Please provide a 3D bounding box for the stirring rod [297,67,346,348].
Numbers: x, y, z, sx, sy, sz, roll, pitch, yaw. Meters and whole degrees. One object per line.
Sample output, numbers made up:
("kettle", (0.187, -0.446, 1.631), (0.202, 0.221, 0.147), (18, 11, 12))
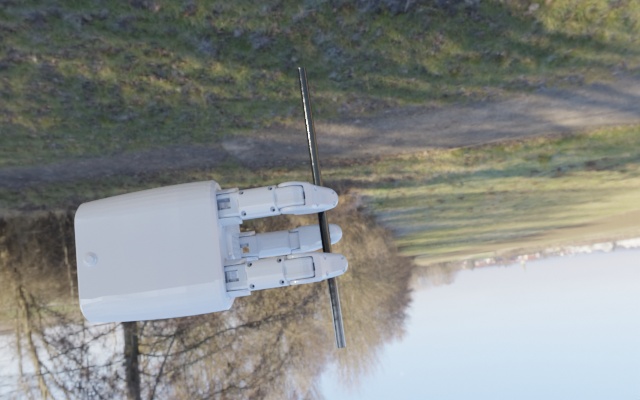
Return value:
("stirring rod", (0.000, 0.001, 0.405), (0.011, 0.239, 0.011), (-8, -9, -1))
